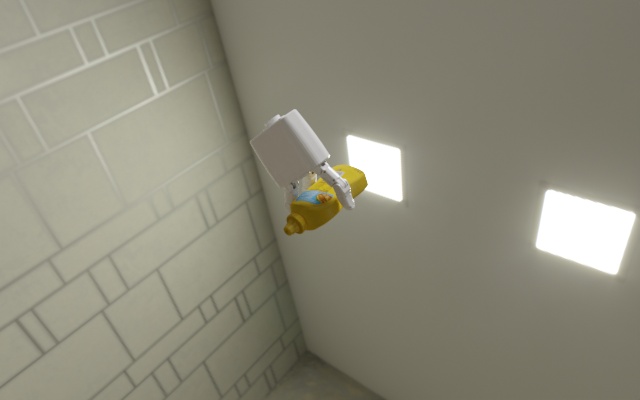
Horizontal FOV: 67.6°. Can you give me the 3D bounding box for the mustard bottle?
[{"bbox_3d":[0.000,0.003,0.897,0.096,0.058,0.191,10,40,43],"label":"mustard bottle"}]
